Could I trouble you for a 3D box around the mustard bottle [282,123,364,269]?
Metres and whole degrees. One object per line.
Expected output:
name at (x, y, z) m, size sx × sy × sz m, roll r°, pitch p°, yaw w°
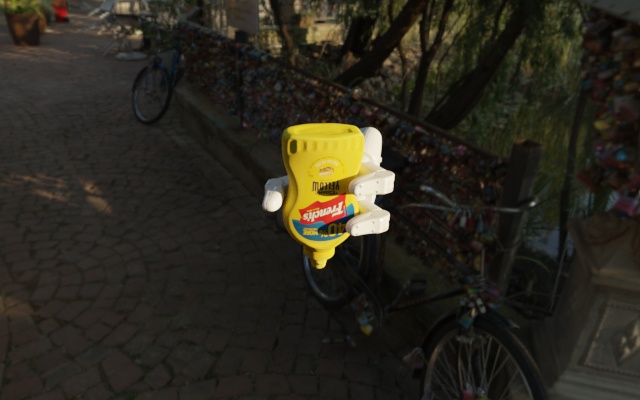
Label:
mustard bottle at (0.000, 0.002, 0.602) m, size 0.096 × 0.192 × 0.058 m, roll -4°, pitch 28°, yaw -12°
